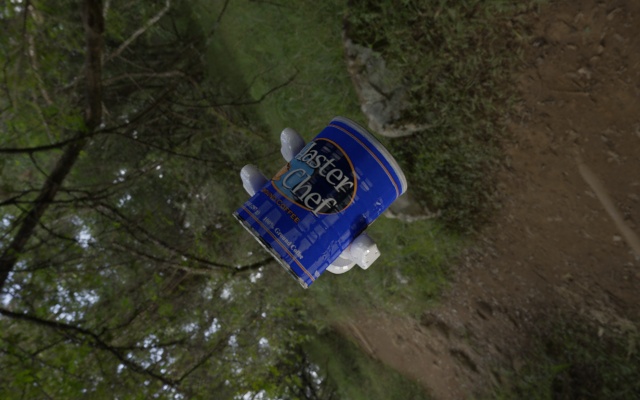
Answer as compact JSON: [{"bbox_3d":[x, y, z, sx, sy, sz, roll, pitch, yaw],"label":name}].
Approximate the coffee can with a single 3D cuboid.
[{"bbox_3d":[0.000,0.001,0.470,0.140,0.103,0.103,-44,9,-9],"label":"coffee can"}]
